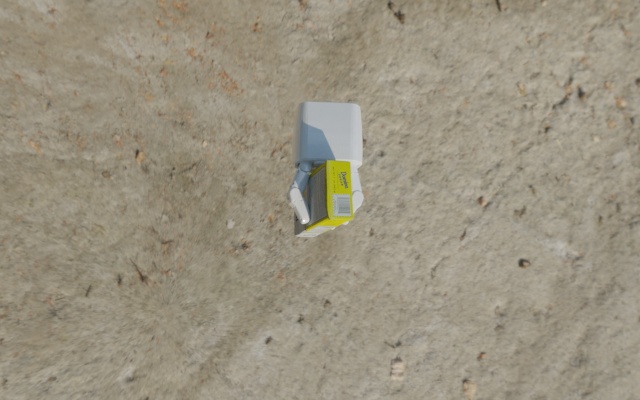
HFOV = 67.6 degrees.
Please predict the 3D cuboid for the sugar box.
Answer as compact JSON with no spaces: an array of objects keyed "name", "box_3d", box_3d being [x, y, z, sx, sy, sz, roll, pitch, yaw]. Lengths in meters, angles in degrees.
[{"name":"sugar box","box_3d":[0.001,0.002,0.791,0.048,0.093,0.176,2,-13,-17]}]
